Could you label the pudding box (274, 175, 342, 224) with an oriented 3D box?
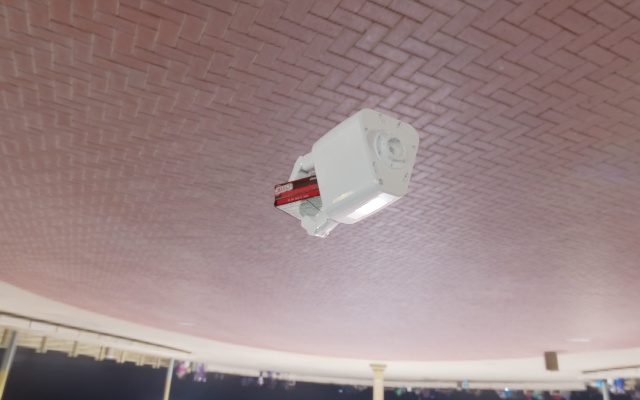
[{"bbox_3d":[0.000,0.002,0.691,0.090,0.039,0.113,-12,-27,29],"label":"pudding box"}]
